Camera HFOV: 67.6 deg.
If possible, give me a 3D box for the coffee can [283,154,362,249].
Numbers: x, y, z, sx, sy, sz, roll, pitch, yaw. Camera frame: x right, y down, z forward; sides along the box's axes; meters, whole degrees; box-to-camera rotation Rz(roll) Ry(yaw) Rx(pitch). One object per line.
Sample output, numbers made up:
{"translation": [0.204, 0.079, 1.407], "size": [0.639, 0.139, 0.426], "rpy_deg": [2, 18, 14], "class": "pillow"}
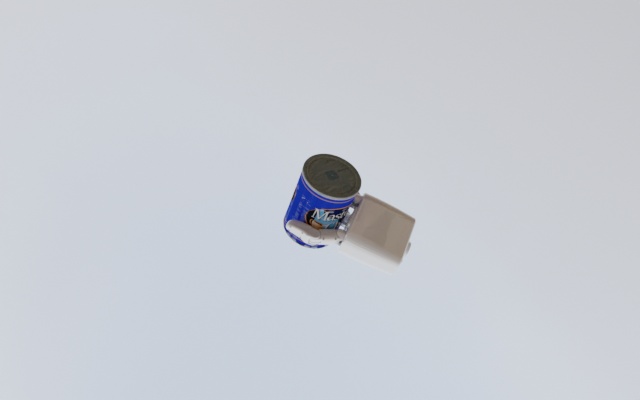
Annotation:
{"translation": [0.000, 0.003, 0.840], "size": [0.103, 0.102, 0.140], "rpy_deg": [0, -41, -23], "class": "coffee can"}
